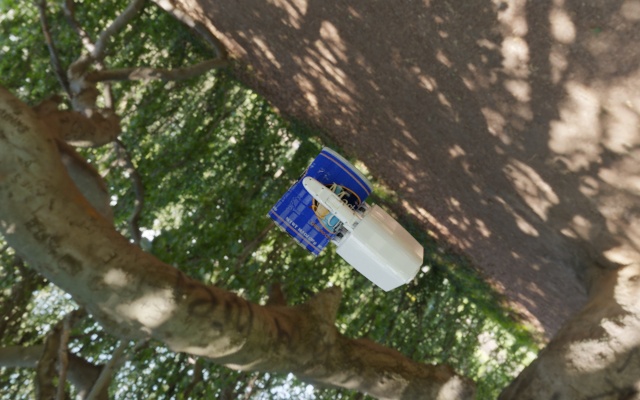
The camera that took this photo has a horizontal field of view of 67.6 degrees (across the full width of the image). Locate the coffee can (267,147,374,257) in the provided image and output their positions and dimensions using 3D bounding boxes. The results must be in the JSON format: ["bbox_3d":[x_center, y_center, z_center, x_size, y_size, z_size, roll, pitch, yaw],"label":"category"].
[{"bbox_3d":[0.000,0.002,0.742,0.103,0.140,0.103,40,-3,3],"label":"coffee can"}]
